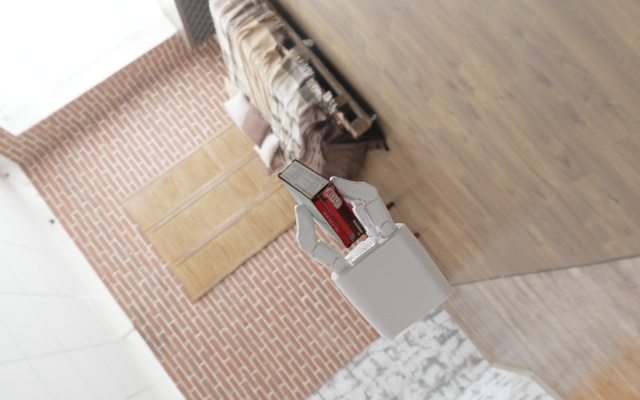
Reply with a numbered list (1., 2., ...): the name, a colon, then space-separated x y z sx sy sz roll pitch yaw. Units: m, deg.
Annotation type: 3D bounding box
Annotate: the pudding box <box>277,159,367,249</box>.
1. pudding box: 0.000 0.002 0.609 0.039 0.090 0.113 -41 31 -10
